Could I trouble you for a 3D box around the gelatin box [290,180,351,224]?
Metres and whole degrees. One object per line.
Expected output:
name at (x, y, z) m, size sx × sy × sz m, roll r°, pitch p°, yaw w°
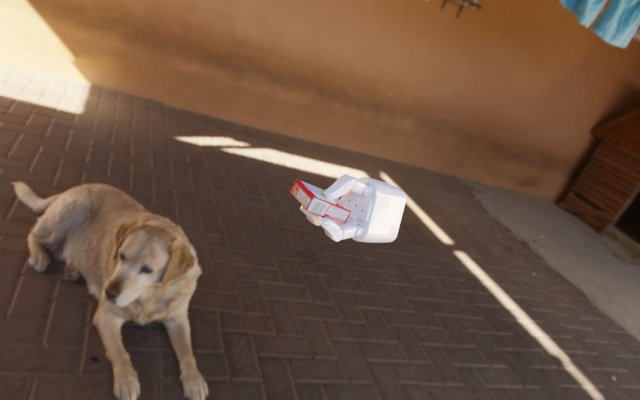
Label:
gelatin box at (0.000, 0.002, 0.832) m, size 0.089 × 0.030 × 0.073 m, roll 21°, pitch 15°, yaw -36°
